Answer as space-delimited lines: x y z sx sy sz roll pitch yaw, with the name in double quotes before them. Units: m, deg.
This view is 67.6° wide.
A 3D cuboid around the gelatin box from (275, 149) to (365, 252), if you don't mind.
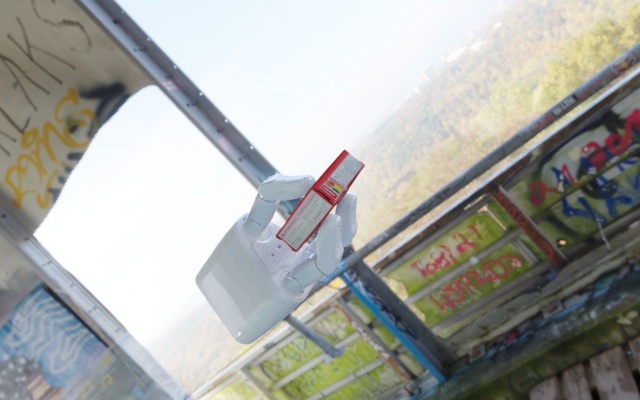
"gelatin box" 0.000 0.001 0.473 0.073 0.030 0.089 -50 -2 -46
